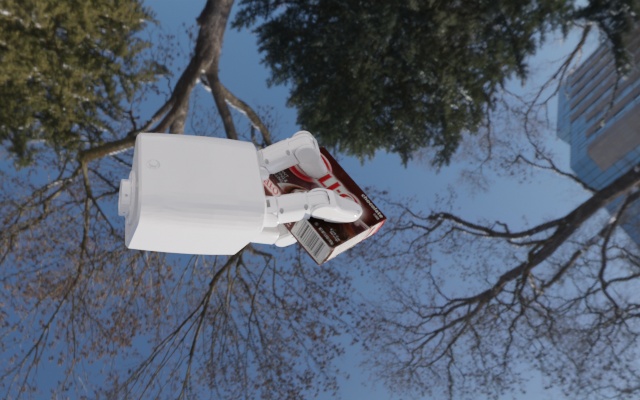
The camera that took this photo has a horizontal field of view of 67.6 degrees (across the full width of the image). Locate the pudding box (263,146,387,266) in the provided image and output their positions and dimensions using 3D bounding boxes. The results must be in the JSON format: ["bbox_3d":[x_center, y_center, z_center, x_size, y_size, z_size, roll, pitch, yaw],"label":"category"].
[{"bbox_3d":[0.000,0.002,0.496,0.090,0.113,0.039,-25,-21,-41],"label":"pudding box"}]
